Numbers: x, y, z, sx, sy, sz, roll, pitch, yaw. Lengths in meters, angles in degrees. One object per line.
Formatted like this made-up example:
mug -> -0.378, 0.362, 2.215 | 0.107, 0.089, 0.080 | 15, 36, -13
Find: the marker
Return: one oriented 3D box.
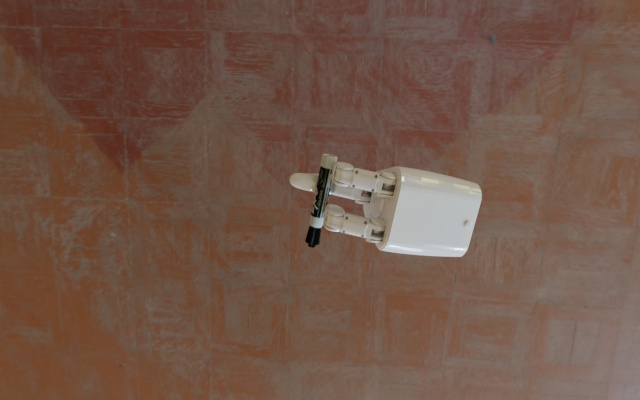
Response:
marker -> 0.000, 0.002, 0.602 | 0.020, 0.121, 0.020 | 11, 14, -3
